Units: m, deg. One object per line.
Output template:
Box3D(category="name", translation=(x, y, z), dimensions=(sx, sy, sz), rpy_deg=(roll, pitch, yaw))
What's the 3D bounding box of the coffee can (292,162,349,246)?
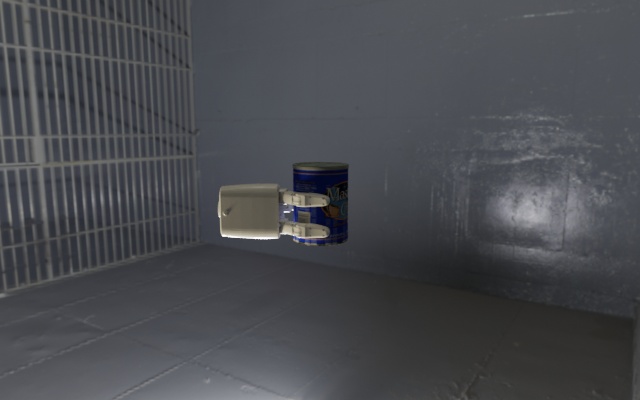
Box3D(category="coffee can", translation=(0.000, 0.003, 0.877), dimensions=(0.103, 0.140, 0.103), rpy_deg=(0, 9, 0))
